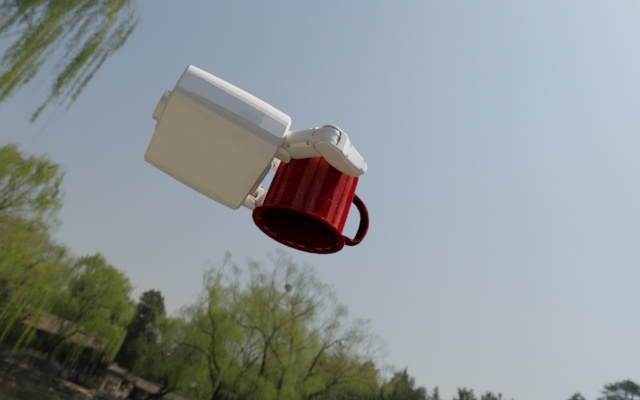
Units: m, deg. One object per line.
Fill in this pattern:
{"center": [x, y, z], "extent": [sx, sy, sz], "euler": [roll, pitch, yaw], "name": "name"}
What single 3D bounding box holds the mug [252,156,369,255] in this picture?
{"center": [0.001, 0.002, 0.476], "extent": [0.117, 0.081, 0.093], "euler": [28, -29, -17], "name": "mug"}
